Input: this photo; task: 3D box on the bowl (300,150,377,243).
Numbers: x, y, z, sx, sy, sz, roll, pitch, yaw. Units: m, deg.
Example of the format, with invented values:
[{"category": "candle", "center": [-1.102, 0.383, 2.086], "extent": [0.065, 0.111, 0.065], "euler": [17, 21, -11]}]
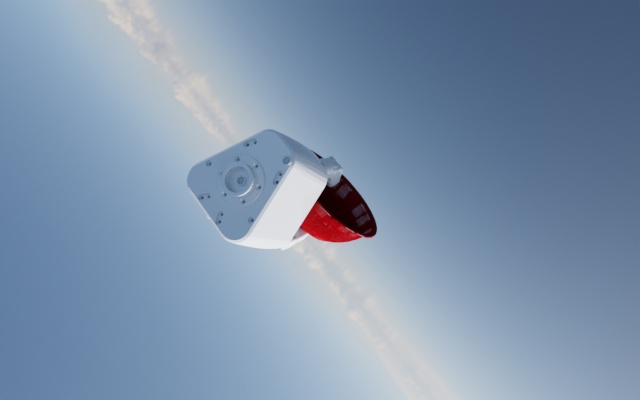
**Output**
[{"category": "bowl", "center": [0.001, 0.003, 0.635], "extent": [0.055, 0.162, 0.162], "euler": [-44, -19, 20]}]
